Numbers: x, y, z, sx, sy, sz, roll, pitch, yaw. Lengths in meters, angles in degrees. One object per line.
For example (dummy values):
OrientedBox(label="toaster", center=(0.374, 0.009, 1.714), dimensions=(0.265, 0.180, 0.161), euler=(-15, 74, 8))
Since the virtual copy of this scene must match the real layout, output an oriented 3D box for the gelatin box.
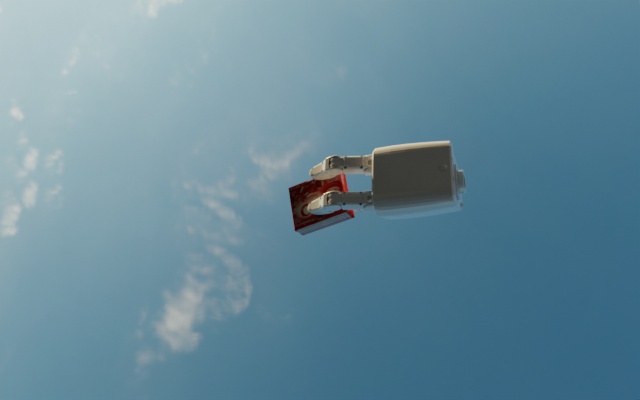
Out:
OrientedBox(label="gelatin box", center=(0.000, 0.003, 0.706), dimensions=(0.089, 0.073, 0.030), euler=(-21, -29, 19))
